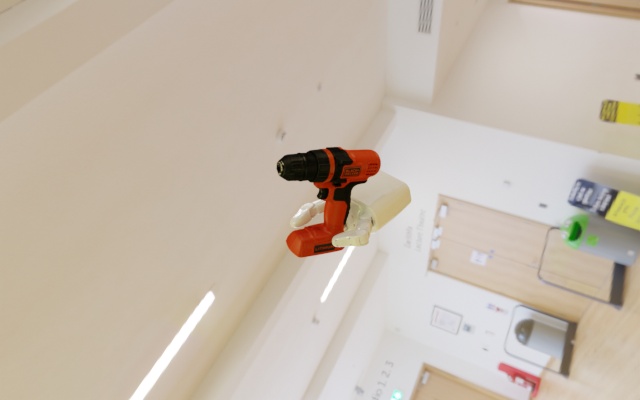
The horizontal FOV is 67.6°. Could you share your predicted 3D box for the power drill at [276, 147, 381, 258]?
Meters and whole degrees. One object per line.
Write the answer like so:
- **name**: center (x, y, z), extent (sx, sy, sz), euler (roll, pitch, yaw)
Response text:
- **power drill**: center (0.000, 0.003, 0.772), extent (0.184, 0.188, 0.057), euler (-5, 37, -32)
